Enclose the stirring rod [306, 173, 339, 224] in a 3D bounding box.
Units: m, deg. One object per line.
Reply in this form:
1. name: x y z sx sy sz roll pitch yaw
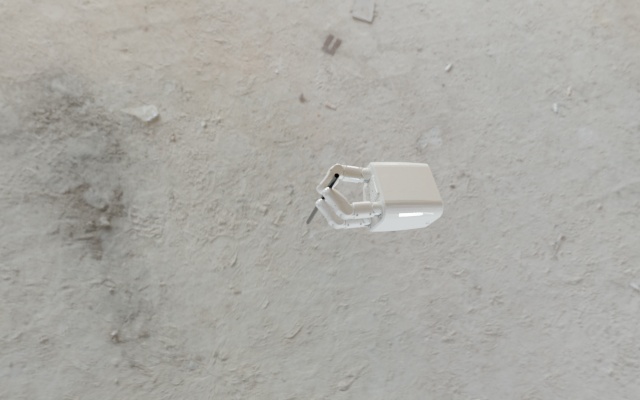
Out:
1. stirring rod: 0.000 0.003 0.828 0.011 0.011 0.240 0 -19 -12
